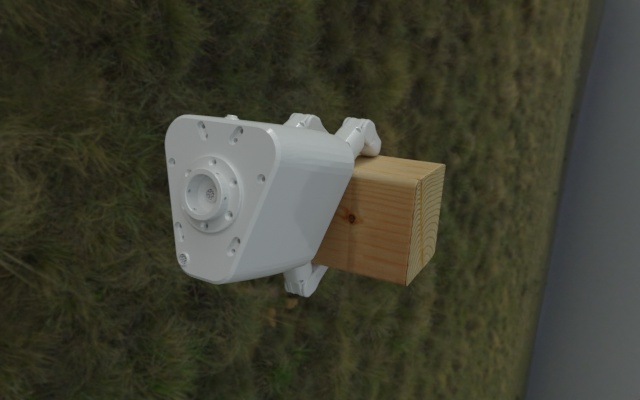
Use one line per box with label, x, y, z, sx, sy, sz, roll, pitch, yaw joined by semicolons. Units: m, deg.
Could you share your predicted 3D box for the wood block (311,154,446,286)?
wood block;0.000;0.002;0.452;0.206;0.091;0.090;11;18;26
